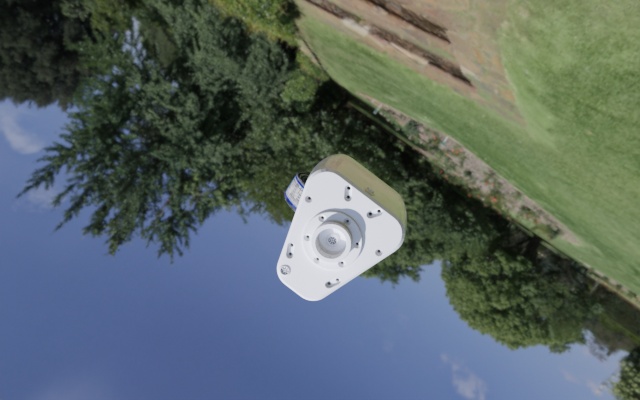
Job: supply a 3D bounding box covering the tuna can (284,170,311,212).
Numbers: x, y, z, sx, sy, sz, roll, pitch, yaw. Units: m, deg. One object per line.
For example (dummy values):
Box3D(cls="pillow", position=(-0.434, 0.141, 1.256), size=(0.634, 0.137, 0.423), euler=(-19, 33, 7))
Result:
Box3D(cls="tuna can", position=(0.000, 0.002, 0.572), size=(0.086, 0.034, 0.086), euler=(31, 16, -10))
